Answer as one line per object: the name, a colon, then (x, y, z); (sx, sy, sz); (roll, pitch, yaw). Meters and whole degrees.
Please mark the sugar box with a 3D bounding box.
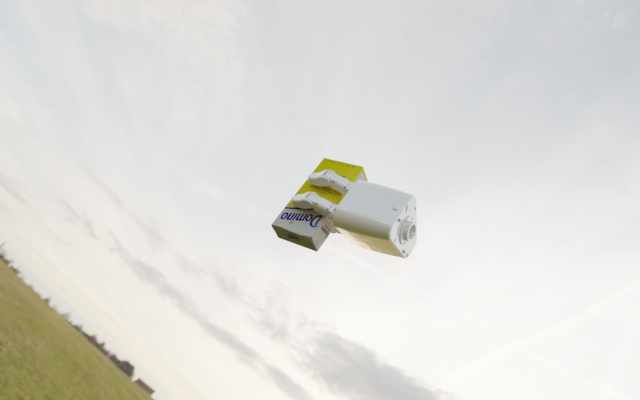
sugar box: (0.000, 0.002, 0.857); (0.093, 0.048, 0.176); (15, 53, 35)
